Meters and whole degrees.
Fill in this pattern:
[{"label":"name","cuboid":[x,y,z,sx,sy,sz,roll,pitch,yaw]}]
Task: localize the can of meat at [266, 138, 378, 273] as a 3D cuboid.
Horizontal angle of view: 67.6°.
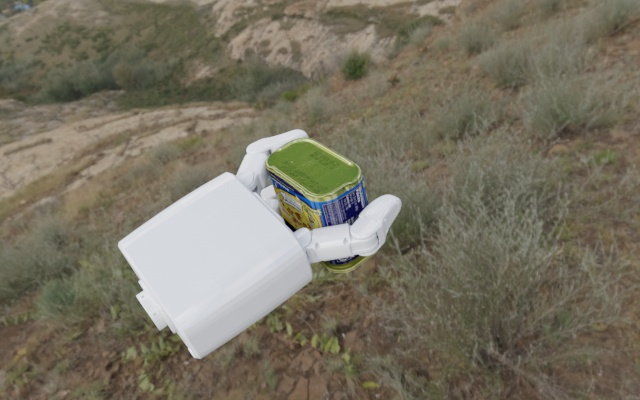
[{"label":"can of meat","cuboid":[0.000,0.001,0.425,0.057,0.084,0.102,-33,41,-21]}]
